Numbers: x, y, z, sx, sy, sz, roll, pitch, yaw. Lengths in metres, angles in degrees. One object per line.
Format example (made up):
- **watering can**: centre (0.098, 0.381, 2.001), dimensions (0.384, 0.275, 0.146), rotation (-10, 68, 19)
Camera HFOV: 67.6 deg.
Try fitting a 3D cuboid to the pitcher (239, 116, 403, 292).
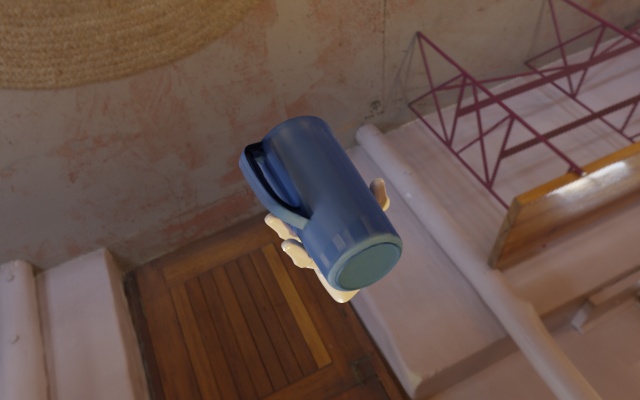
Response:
- **pitcher**: centre (0.000, 0.002, 0.659), dimensions (0.149, 0.242, 0.145), rotation (-29, -37, -5)
